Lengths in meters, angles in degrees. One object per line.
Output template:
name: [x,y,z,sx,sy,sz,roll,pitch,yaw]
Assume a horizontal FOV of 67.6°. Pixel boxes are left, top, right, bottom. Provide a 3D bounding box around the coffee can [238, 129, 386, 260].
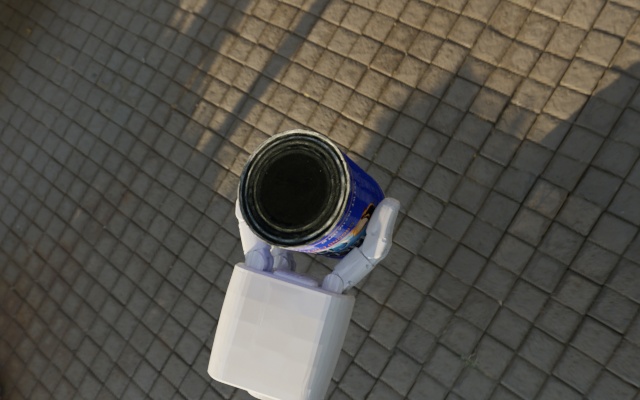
coffee can: [0.000,0.001,0.460,0.103,0.103,0.140,0,-10,21]
